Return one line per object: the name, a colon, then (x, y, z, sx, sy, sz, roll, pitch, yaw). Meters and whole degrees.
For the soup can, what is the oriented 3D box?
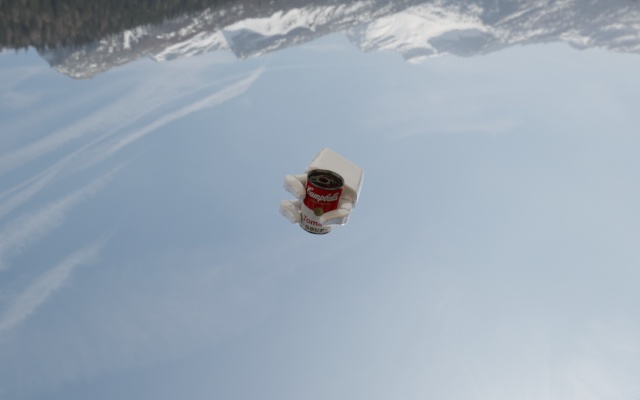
soup can: (0.000, 0.003, 0.872, 0.068, 0.102, 0.068, 9, 32, -6)
